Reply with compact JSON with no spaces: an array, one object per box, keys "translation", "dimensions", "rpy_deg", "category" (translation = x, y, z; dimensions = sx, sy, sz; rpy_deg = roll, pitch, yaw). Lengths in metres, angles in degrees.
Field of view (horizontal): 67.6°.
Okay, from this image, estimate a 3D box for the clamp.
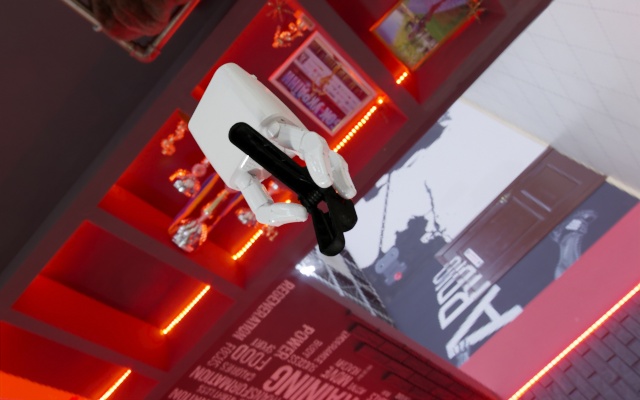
[{"translation":[0.000,0.002,0.525],"dimensions":[0.036,0.164,0.210],"rpy_deg":[-43,-24,11],"category":"clamp"}]
